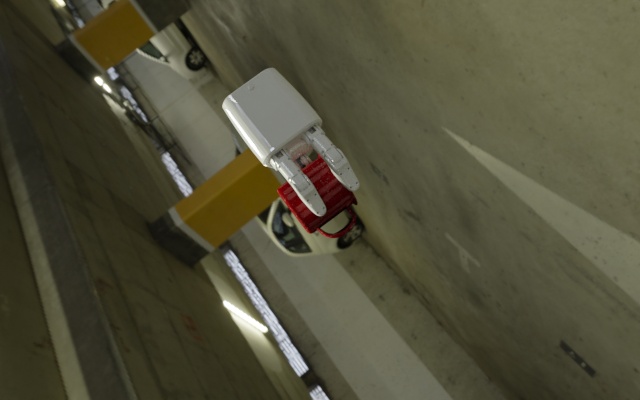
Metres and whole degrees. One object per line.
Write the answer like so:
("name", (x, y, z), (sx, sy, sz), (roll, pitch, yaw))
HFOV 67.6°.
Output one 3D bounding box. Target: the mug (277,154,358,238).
("mug", (0.001, 0.003, 0.675), (0.081, 0.117, 0.093), (-37, -14, -4))
